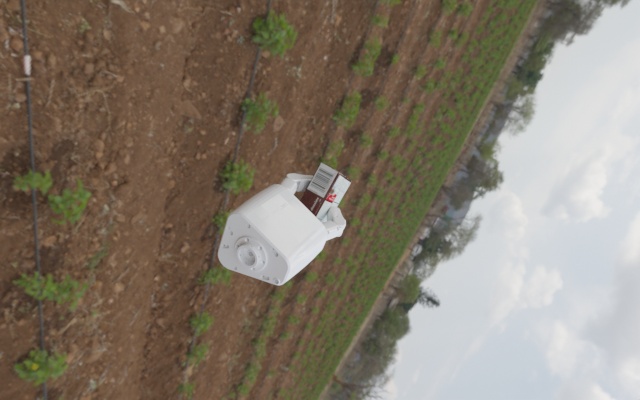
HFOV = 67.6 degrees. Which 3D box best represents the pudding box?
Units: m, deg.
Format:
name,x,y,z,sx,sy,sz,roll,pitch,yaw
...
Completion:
name,x,y,z,sx,sy,sz,roll,pitch,yaw
pudding box,0.000,0.003,0.761,0.039,0.113,0.090,31,3,16
